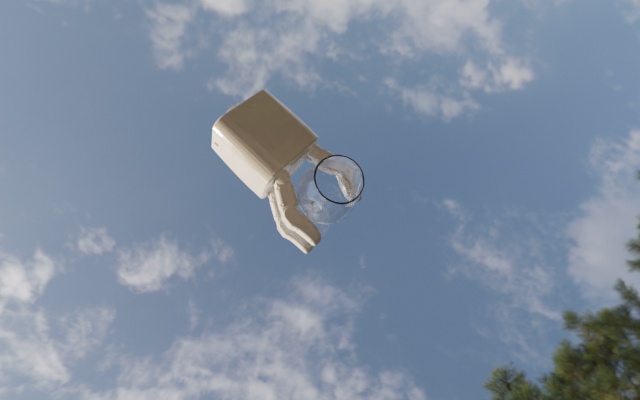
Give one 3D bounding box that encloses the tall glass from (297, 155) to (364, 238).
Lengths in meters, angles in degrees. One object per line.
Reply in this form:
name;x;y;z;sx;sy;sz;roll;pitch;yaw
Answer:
tall glass;0.000;0.002;0.653;0.079;0.079;0.201;0;-16;-14
